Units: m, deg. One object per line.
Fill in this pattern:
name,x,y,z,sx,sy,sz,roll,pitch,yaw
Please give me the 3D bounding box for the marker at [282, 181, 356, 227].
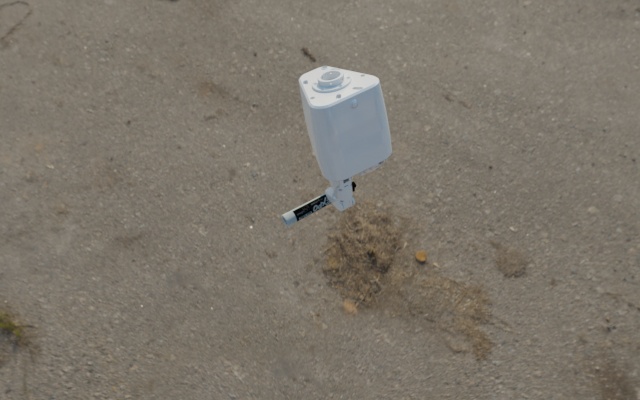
marker,0.000,0.002,0.697,0.121,0.020,0.020,-28,8,-16
